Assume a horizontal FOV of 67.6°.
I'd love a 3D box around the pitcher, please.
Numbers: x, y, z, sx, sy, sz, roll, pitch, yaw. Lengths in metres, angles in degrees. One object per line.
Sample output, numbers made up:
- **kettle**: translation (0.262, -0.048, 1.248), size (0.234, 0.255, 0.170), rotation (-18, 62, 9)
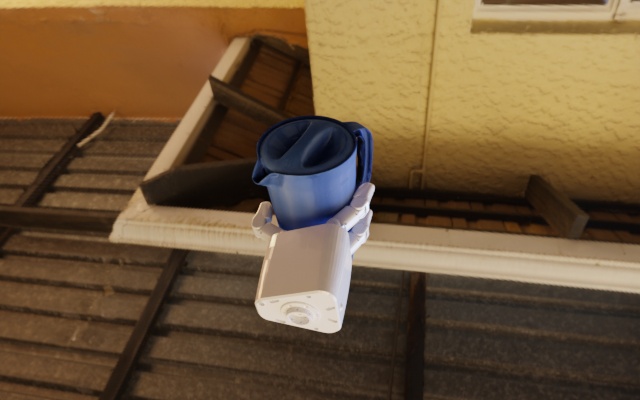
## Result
- **pitcher**: translation (0.000, 0.002, 0.710), size (0.149, 0.243, 0.145), rotation (2, 45, 9)
